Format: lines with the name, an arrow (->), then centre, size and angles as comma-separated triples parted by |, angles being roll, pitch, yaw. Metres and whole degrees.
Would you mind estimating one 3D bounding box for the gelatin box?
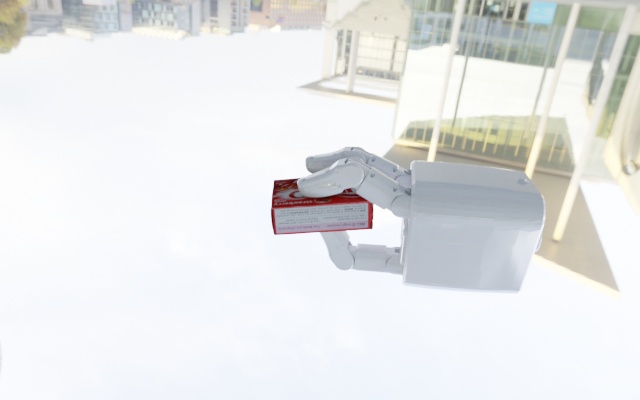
gelatin box -> 0.000, 0.002, 0.440 | 0.089, 0.030, 0.073 | -4, 22, -2
